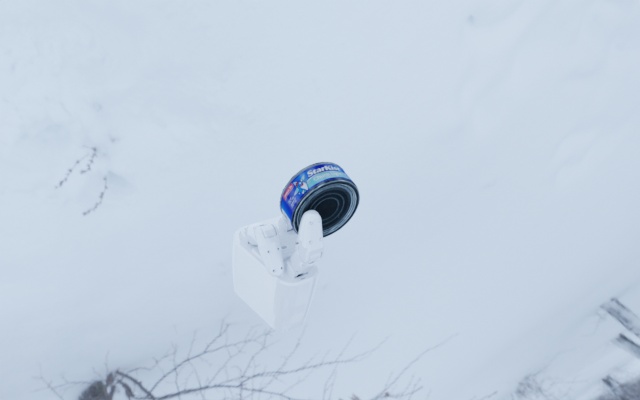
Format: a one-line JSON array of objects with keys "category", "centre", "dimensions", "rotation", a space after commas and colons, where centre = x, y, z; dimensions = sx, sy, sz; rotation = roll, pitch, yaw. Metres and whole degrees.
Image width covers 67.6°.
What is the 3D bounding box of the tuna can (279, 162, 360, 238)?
[{"category": "tuna can", "centre": [0.000, 0.002, 0.529], "dimensions": [0.086, 0.086, 0.033], "rotation": [0, 37, -35]}]
